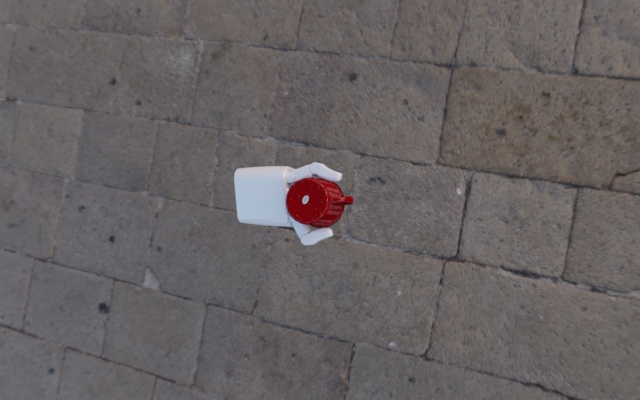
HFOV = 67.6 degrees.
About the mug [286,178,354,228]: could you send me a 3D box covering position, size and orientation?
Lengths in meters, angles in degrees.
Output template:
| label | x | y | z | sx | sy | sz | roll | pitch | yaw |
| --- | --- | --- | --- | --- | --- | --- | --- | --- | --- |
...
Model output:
| label | x | y | z | sx | sy | sz | roll | pitch | yaw |
| --- | --- | --- | --- | --- | --- | --- | --- | --- | --- |
| mug | 0.001 | 0.003 | 0.846 | 0.117 | 0.093 | 0.081 | -1 | -3 | 18 |
